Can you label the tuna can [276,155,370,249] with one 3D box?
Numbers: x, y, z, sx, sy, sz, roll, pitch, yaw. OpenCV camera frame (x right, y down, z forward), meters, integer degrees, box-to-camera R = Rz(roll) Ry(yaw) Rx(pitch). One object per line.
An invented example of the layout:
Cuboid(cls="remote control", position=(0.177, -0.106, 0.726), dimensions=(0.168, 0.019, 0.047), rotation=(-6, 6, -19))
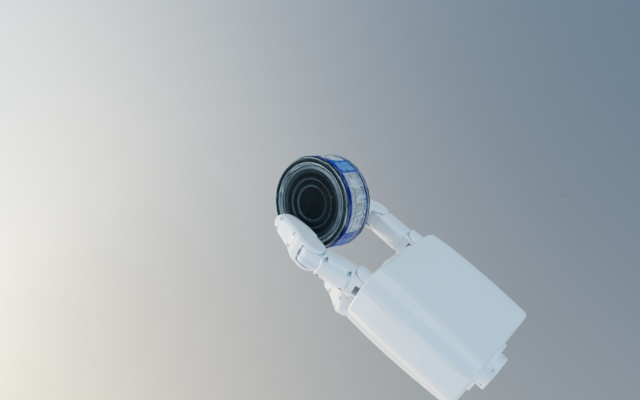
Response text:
Cuboid(cls="tuna can", position=(0.000, 0.001, 0.433), dimensions=(0.086, 0.086, 0.034), rotation=(0, 5, 38))
